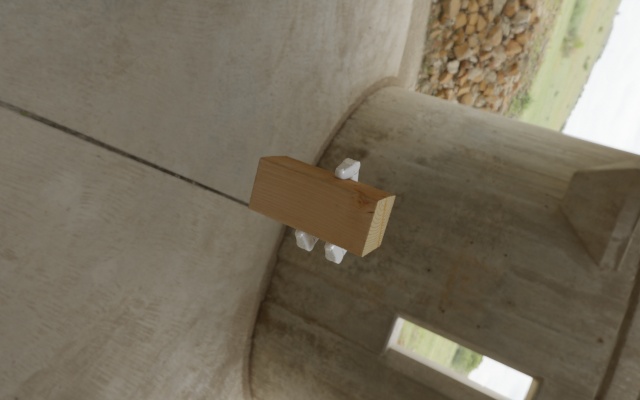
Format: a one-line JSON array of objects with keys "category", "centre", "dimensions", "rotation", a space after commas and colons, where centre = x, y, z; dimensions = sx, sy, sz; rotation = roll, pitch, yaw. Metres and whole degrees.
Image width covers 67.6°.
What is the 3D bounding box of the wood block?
[{"category": "wood block", "centre": [0.000, 0.002, 0.762], "dimensions": [0.206, 0.091, 0.090], "rotation": [21, 15, 22]}]
